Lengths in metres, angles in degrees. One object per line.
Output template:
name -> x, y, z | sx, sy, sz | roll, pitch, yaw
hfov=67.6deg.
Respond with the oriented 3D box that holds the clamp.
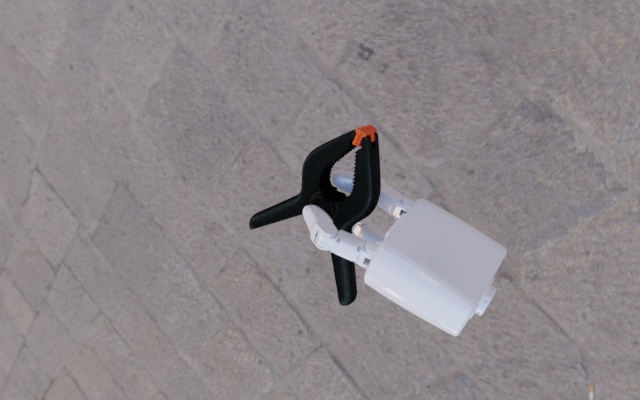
clamp -> 0.000, 0.002, 0.542 | 0.164, 0.210, 0.036 | 31, 32, 19
